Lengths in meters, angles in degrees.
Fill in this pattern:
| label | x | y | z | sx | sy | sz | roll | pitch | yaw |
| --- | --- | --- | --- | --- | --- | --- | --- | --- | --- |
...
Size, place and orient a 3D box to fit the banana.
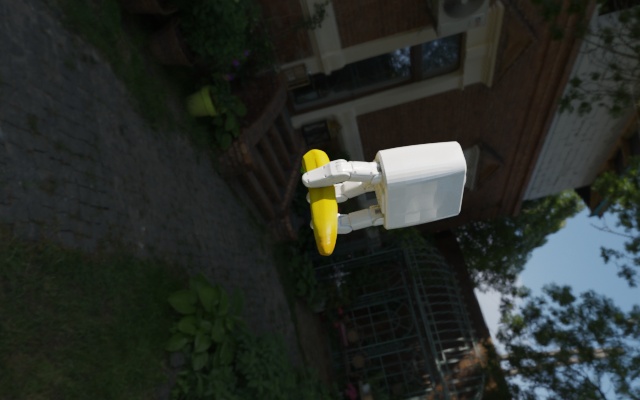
| label | x | y | z | sx | sy | sz | roll | pitch | yaw |
| --- | --- | --- | --- | --- | --- | --- | --- | --- | --- |
| banana | 0.000 | -0.015 | 0.646 | 0.037 | 0.070 | 0.197 | -4 | 38 | -6 |
